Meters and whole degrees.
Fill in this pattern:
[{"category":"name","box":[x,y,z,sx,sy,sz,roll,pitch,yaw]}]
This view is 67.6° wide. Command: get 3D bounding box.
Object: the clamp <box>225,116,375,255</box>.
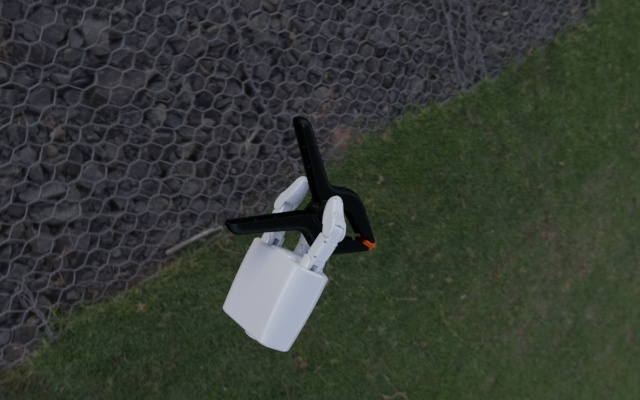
[{"category":"clamp","box":[0.001,0.003,0.623,0.210,0.164,0.036,28,0,-32]}]
